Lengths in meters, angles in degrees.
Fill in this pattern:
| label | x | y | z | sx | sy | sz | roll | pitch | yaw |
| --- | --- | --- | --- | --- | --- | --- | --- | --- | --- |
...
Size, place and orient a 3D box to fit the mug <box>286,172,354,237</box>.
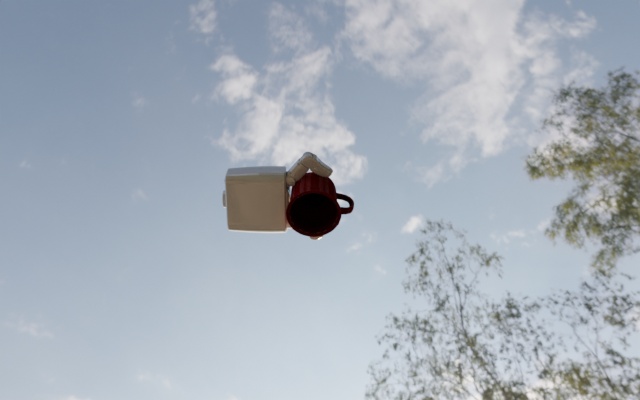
| label | x | y | z | sx | sy | sz | roll | pitch | yaw |
| --- | --- | --- | --- | --- | --- | --- | --- | --- | --- |
| mug | 0.002 | 0.003 | 0.830 | 0.117 | 0.093 | 0.081 | 1 | 31 | -1 |
